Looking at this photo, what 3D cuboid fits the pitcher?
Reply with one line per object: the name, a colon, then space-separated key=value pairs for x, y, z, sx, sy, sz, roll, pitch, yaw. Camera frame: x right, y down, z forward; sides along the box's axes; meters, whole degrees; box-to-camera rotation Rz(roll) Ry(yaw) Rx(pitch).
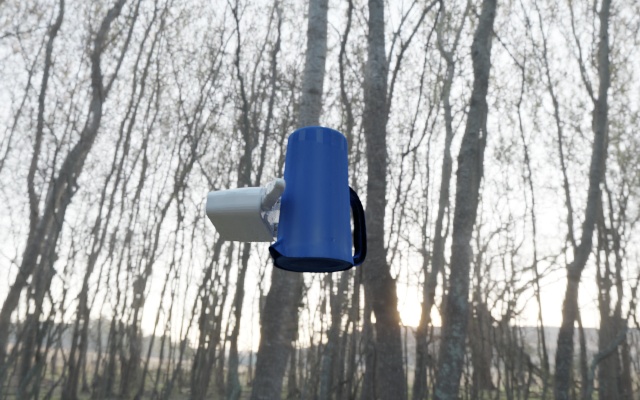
pitcher: x=0.000 y=0.003 z=0.829 sx=0.145 sy=0.242 sz=0.149 roll=-3 pitch=-20 yaw=13
